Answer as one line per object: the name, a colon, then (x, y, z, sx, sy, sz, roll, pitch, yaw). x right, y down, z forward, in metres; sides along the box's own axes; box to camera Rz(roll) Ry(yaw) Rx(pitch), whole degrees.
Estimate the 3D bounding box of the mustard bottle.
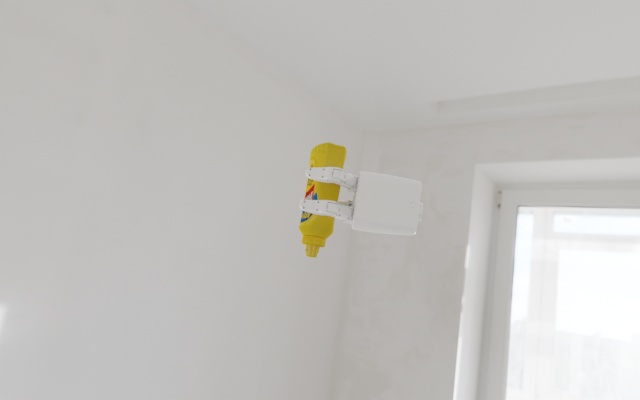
mustard bottle: (0.000, 0.002, 0.823, 0.058, 0.191, 0.096, 13, -12, -18)
